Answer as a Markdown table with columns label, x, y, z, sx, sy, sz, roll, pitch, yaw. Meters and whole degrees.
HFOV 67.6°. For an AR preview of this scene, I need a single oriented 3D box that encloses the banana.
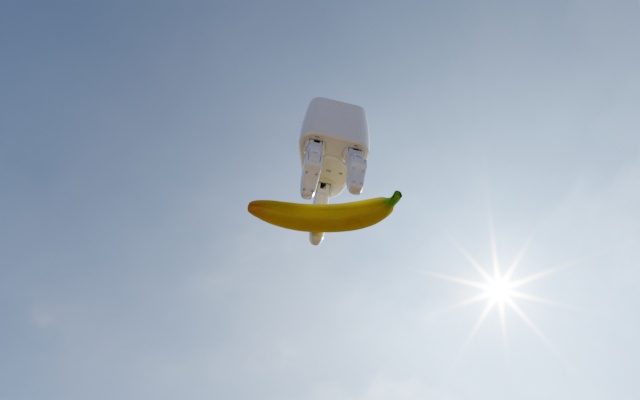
| label | x | y | z | sx | sy | sz | roll | pitch | yaw |
| --- | --- | --- | --- | --- | --- | --- | --- | --- | --- |
| banana | 0.008 | 0.014 | 0.616 | 0.198 | 0.037 | 0.070 | -6 | -43 | 12 |
